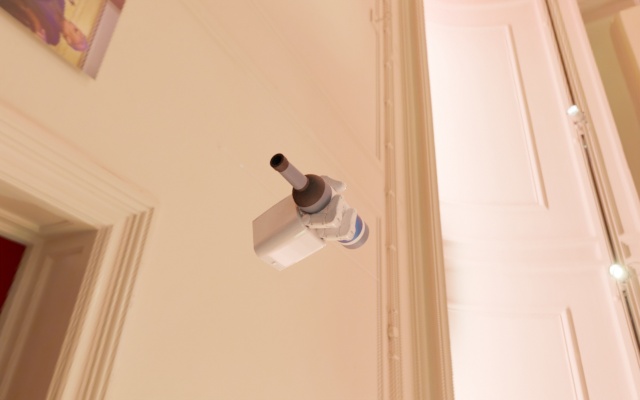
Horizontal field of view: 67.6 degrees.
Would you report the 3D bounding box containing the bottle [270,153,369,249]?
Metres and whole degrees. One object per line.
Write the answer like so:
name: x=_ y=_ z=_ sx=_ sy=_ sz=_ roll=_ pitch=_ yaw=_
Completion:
bottle: x=0.000 y=0.003 z=0.869 sx=0.069 sy=0.069 sz=0.296 roll=0 pitch=-27 yaw=32
